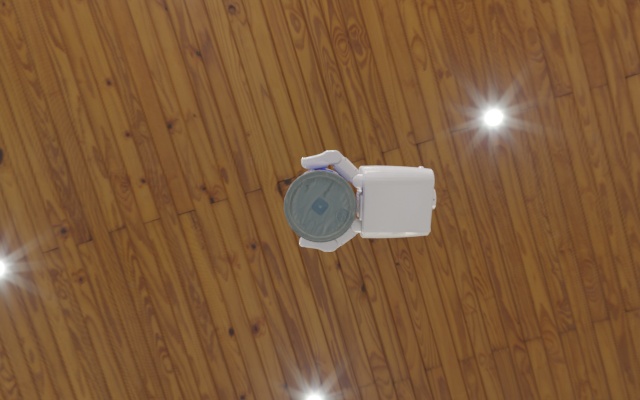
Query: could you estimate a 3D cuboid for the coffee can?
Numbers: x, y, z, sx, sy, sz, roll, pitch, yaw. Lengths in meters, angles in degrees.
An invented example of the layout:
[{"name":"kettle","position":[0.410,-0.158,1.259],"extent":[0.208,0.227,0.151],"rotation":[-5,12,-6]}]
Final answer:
[{"name":"coffee can","position":[0.000,0.002,0.738],"extent":[0.103,0.103,0.140],"rotation":[0,5,0]}]
